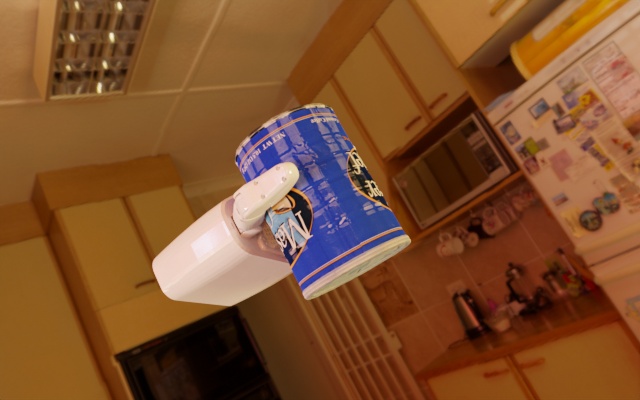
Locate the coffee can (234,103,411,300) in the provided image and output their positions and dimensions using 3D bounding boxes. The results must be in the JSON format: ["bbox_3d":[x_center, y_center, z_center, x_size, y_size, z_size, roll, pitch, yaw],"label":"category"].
[{"bbox_3d":[0.000,0.001,0.424,0.103,0.140,0.103,-27,-13,-7],"label":"coffee can"}]
